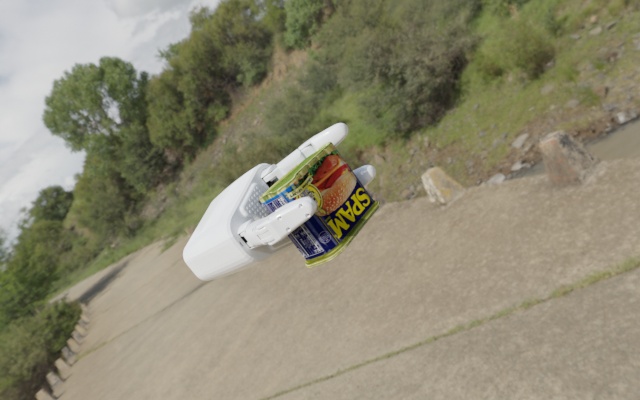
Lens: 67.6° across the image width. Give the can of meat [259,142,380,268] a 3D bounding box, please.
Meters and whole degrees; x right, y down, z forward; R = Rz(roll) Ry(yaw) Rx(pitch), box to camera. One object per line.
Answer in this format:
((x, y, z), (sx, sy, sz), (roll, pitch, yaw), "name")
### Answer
((0.000, 0.001, 0.477), (0.057, 0.084, 0.102), (-26, 14, 47), "can of meat")
